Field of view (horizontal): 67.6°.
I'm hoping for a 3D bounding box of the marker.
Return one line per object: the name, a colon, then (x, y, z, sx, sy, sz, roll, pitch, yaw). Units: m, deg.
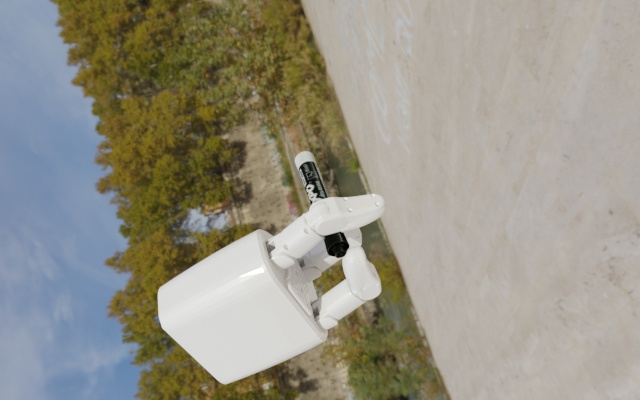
marker: (0.000, 0.001, 0.413, 0.020, 0.020, 0.121, 0, 43, -21)
